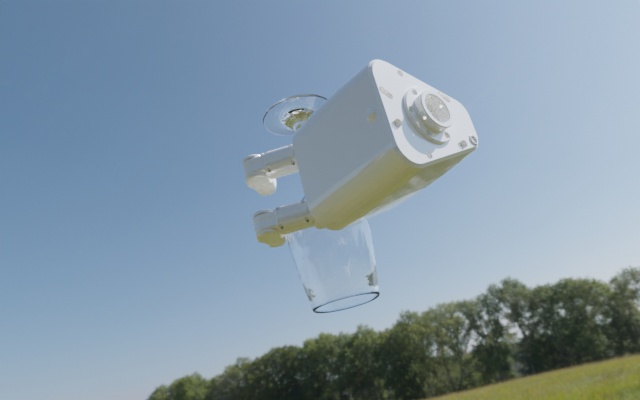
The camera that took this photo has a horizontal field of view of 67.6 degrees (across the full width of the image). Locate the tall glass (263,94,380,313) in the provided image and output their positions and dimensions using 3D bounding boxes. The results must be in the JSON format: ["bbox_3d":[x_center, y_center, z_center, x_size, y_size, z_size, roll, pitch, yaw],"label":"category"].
[{"bbox_3d":[0.000,0.001,0.459,0.079,0.201,0.079,-12,-21,-5],"label":"tall glass"}]
